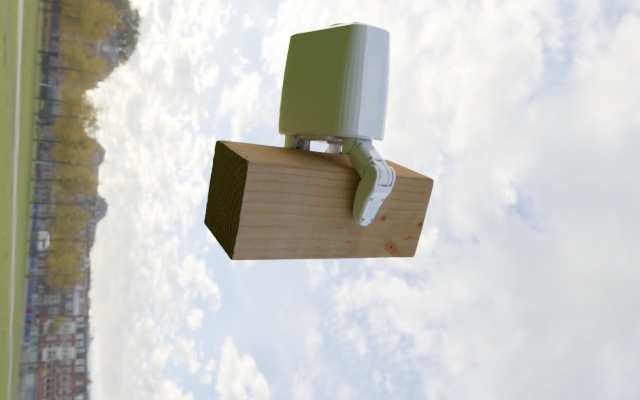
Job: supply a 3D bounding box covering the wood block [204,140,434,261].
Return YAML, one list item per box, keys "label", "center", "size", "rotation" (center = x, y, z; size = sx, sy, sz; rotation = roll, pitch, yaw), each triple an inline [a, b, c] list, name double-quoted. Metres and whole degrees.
- label: "wood block"
  center: [0.000, 0.001, 0.482]
  size: [0.206, 0.090, 0.090]
  rotation: [3, 17, -31]
